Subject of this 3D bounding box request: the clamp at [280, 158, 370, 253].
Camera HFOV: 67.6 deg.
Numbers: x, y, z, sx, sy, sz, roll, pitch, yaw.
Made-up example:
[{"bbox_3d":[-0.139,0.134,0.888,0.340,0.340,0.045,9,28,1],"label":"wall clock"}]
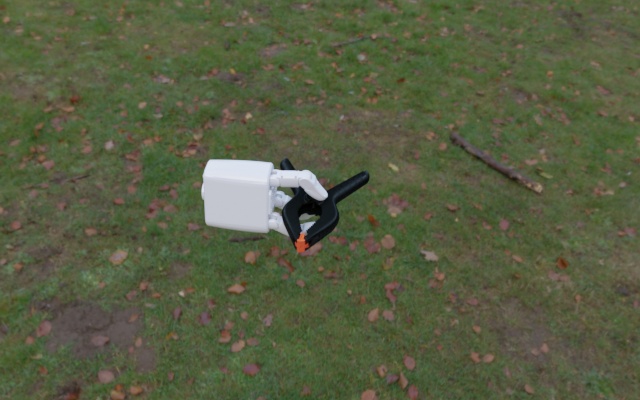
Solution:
[{"bbox_3d":[0.000,0.002,0.807,0.164,0.036,0.209,4,43,3],"label":"clamp"}]
